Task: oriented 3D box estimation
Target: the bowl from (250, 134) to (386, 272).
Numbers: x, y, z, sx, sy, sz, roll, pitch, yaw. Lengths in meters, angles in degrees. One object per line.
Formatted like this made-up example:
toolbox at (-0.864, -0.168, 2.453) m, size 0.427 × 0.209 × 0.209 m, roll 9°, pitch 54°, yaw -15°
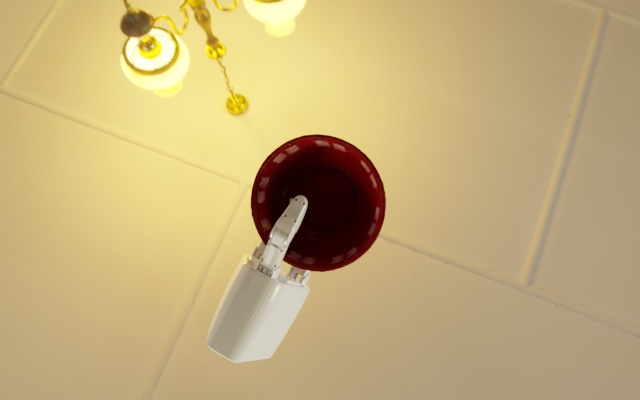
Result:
bowl at (0.001, 0.001, 0.581) m, size 0.162 × 0.162 × 0.055 m, roll 0°, pitch 5°, yaw 12°
